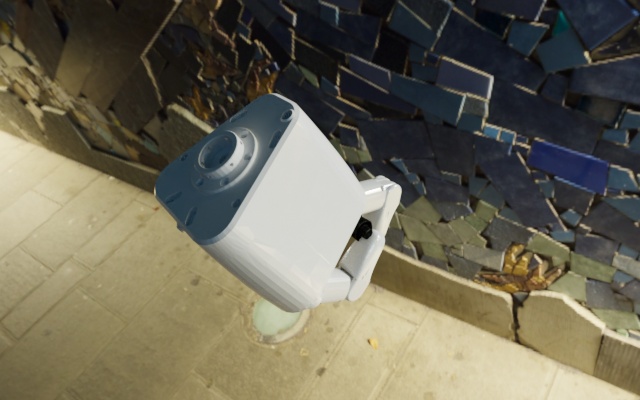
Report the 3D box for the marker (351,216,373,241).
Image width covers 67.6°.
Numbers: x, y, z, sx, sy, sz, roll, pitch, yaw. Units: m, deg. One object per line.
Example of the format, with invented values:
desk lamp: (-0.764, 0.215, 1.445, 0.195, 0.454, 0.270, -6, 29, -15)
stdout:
marker: (0.000, 0.001, 0.412, 0.020, 0.020, 0.121, 0, 25, -43)
